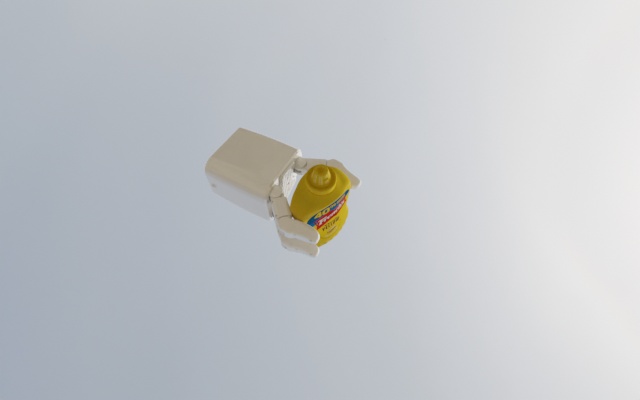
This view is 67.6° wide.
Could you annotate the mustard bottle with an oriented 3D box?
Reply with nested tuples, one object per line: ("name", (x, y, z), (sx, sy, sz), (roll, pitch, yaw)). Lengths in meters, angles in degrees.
("mustard bottle", (0.000, 0.003, 0.688), (0.096, 0.058, 0.192), (-36, -21, -16))
